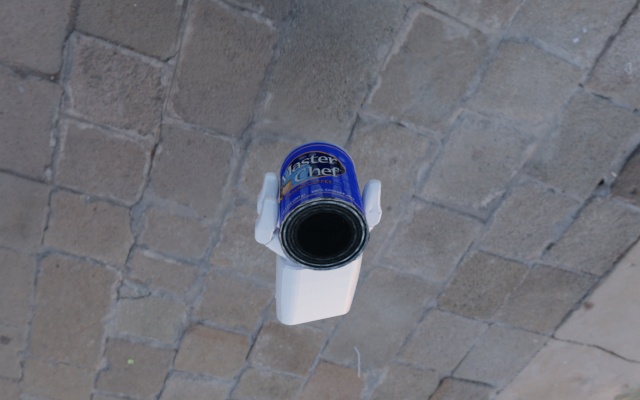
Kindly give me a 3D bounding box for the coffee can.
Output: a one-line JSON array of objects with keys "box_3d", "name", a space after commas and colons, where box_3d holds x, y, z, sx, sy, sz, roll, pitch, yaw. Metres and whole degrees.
[{"box_3d": [0.000, 0.002, 0.588, 0.103, 0.103, 0.140, 0, 33, -4], "name": "coffee can"}]
